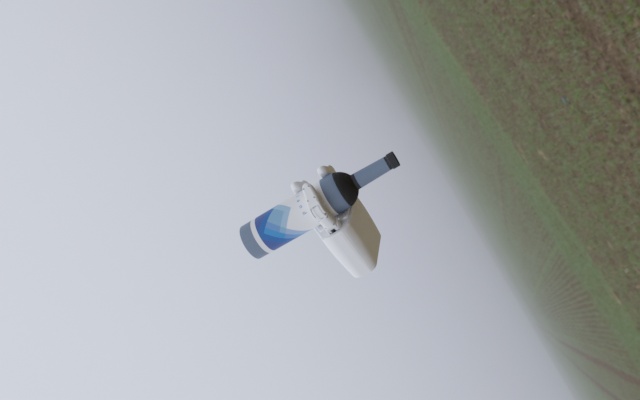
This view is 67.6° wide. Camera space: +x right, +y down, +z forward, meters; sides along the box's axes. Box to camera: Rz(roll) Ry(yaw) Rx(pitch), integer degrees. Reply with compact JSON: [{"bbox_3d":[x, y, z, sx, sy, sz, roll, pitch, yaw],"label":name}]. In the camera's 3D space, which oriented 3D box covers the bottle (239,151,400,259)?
[{"bbox_3d":[0.000,0.003,0.813,0.296,0.069,0.069,-30,-8,13],"label":"bottle"}]
